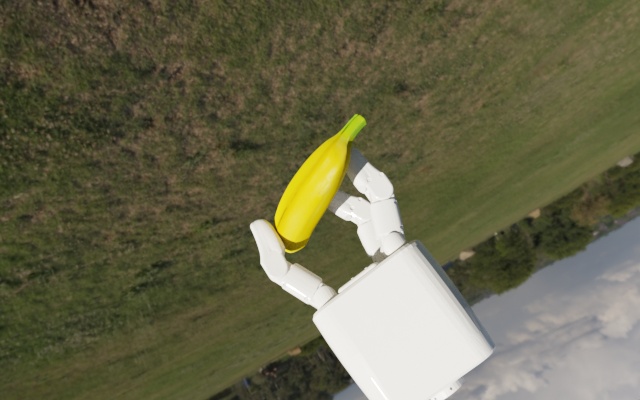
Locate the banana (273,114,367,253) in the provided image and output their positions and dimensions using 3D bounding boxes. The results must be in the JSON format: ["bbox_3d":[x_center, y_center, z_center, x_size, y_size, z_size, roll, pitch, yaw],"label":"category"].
[{"bbox_3d":[-0.012,0.008,0.438,0.069,0.037,0.198,-32,-16,-36],"label":"banana"}]
